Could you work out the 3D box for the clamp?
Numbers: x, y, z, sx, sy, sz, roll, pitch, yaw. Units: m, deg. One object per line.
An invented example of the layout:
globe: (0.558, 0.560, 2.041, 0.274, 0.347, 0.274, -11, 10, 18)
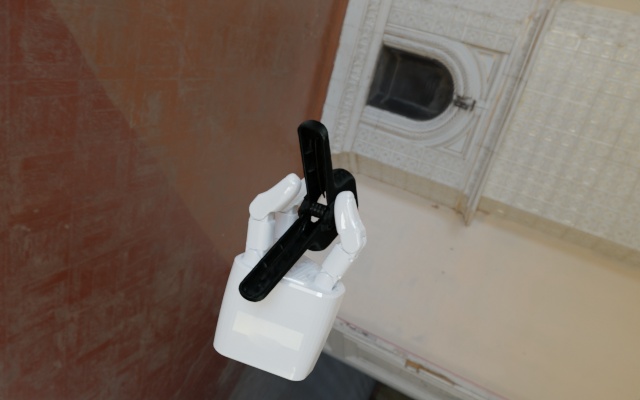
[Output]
clamp: (0.001, 0.002, 0.482, 0.036, 0.164, 0.210, 25, 15, 18)
